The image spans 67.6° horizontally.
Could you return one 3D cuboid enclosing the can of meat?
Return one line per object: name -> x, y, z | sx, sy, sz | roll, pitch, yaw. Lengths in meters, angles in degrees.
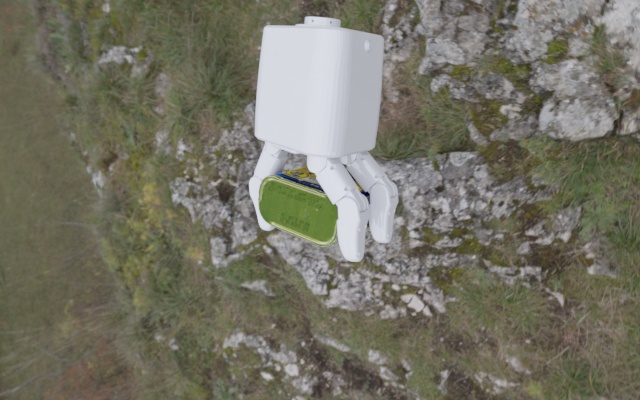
can of meat -> 0.000, 0.002, 0.481 | 0.102, 0.057, 0.084 | 19, 21, 29
